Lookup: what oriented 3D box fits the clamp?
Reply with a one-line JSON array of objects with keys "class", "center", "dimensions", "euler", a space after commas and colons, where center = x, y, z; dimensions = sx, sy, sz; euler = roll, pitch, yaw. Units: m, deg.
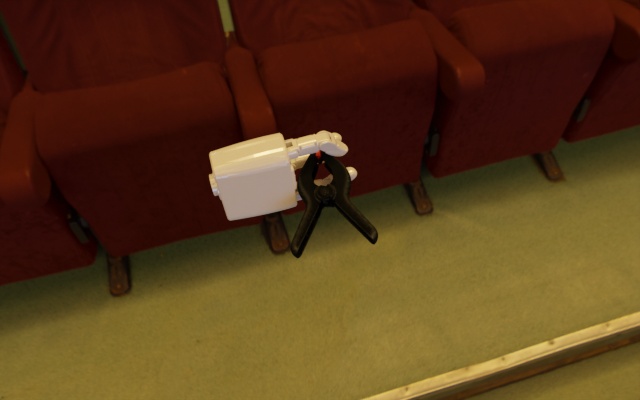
[{"class": "clamp", "center": [0.000, 0.002, 0.683], "dimensions": [0.120, 0.171, 0.039], "euler": [-15, -29, -7]}]
